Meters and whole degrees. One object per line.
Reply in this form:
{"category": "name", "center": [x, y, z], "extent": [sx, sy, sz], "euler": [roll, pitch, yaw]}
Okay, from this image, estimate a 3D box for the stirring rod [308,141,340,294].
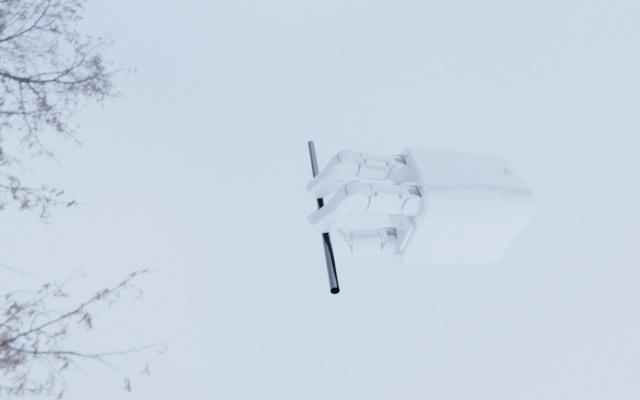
{"category": "stirring rod", "center": [0.000, 0.002, 0.473], "extent": [0.011, 0.011, 0.239], "euler": [0, 35, -7]}
